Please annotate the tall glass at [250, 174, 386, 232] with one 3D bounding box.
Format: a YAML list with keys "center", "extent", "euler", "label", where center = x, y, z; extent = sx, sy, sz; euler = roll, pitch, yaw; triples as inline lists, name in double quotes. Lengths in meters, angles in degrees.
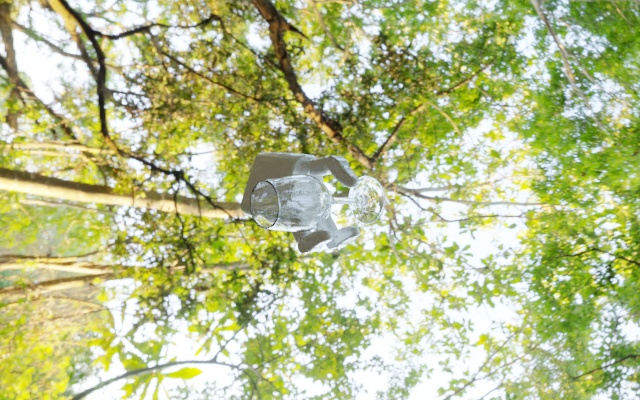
- center: [0.001, 0.002, 0.670]
  extent: [0.201, 0.079, 0.079]
  euler: [-3, 2, -44]
  label: "tall glass"
